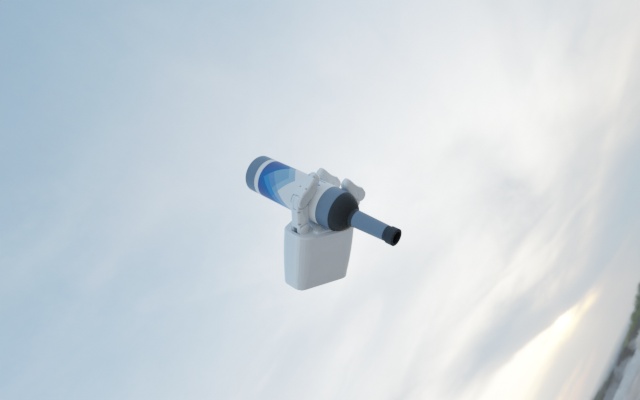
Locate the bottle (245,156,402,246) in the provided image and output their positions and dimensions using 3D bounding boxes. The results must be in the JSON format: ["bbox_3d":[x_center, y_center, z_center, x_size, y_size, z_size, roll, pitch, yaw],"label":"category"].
[{"bbox_3d":[0.000,0.002,0.766,0.295,0.069,0.069,25,15,35],"label":"bottle"}]
